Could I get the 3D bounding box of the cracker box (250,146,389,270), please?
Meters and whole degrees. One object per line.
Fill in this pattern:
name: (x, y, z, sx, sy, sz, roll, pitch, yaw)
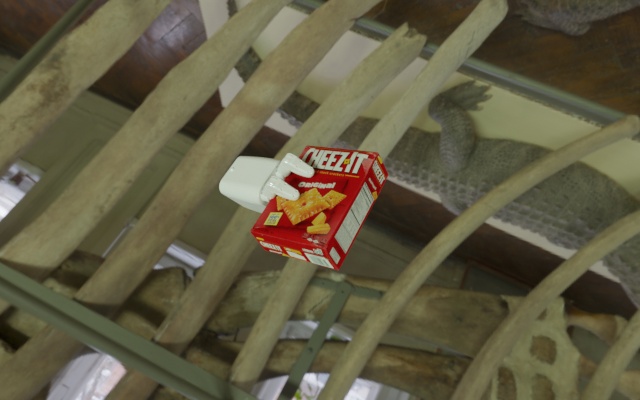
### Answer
cracker box: (0.000, 0.003, 0.849, 0.164, 0.213, 0.072, 10, -33, 34)
